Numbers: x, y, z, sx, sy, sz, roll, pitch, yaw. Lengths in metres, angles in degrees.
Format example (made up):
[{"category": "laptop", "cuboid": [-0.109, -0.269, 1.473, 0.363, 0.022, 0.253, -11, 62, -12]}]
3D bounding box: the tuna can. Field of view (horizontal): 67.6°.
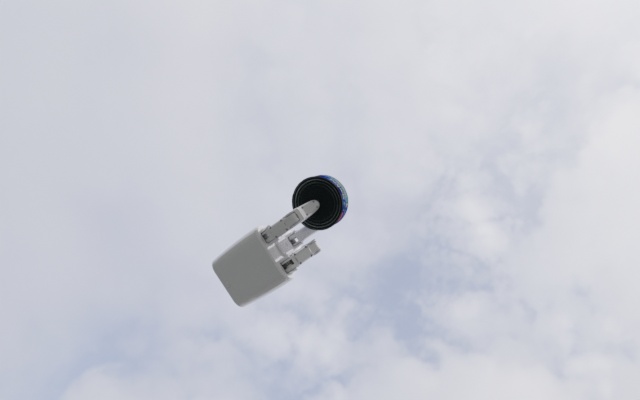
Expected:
[{"category": "tuna can", "cuboid": [0.000, 0.002, 0.754, 0.086, 0.086, 0.033, 0, 9, 22]}]
